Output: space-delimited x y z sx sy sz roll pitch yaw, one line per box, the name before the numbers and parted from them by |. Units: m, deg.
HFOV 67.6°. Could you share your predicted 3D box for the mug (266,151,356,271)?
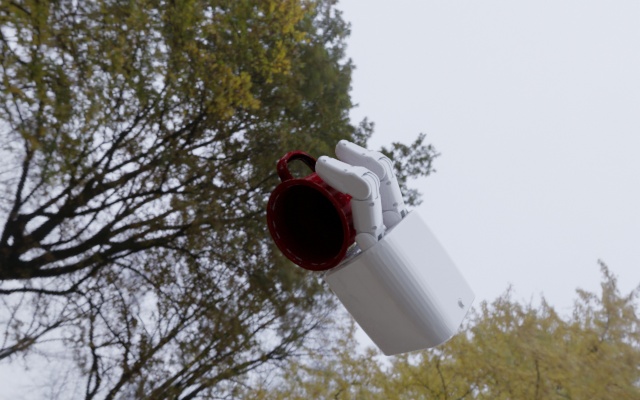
mug | -0.001 0.000 0.478 0.093 0.117 0.081 -37 -3 38
